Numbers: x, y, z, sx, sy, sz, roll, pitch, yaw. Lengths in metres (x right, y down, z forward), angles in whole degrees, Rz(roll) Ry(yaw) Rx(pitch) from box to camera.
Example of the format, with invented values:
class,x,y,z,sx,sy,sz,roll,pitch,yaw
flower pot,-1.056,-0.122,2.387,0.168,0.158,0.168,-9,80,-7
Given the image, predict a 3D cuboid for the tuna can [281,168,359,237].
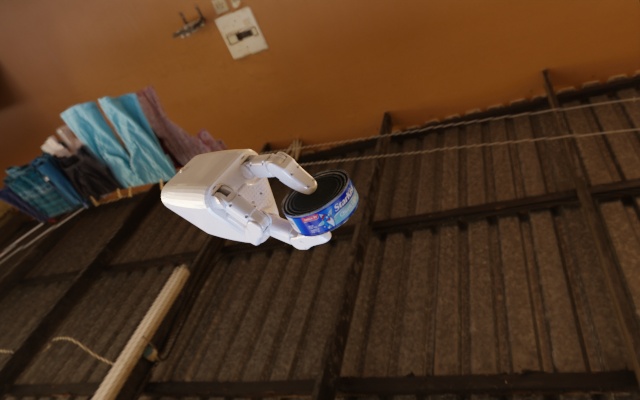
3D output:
class,x,y,z,sx,sy,sz,roll,pitch,yaw
tuna can,0.000,0.002,0.547,0.086,0.034,0.086,-23,28,13
